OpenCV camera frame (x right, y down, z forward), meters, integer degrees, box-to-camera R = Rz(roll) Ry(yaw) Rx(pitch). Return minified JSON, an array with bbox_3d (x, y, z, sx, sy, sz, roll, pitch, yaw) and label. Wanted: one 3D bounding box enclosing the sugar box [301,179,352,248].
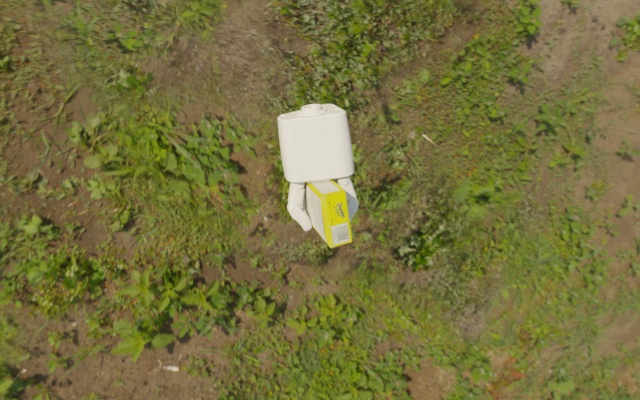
[{"bbox_3d":[0.001,0.002,0.821,0.048,0.093,0.176,-13,23,-12],"label":"sugar box"}]
